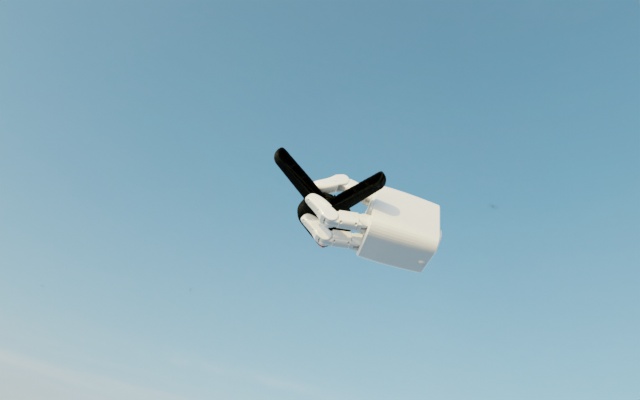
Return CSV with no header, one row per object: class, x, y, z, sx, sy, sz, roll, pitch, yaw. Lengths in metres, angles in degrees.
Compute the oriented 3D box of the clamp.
clamp,0.000,0.002,0.750,0.164,0.036,0.210,19,-37,3
